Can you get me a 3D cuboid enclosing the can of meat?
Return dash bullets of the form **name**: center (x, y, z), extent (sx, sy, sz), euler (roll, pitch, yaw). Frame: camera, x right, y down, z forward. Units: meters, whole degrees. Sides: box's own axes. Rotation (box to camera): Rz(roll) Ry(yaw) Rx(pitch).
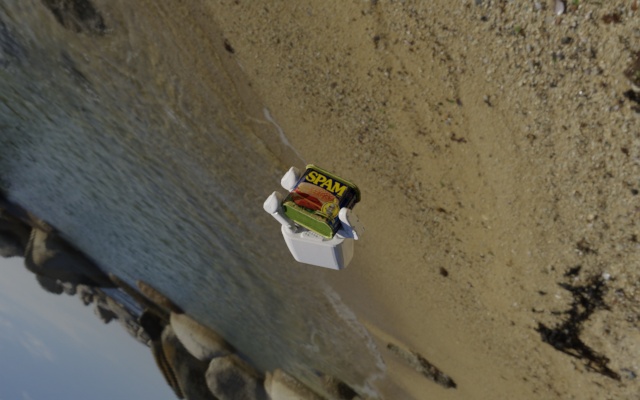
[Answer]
- **can of meat**: center (0.000, 0.003, 0.764), extent (0.102, 0.084, 0.057), euler (26, -25, 20)
